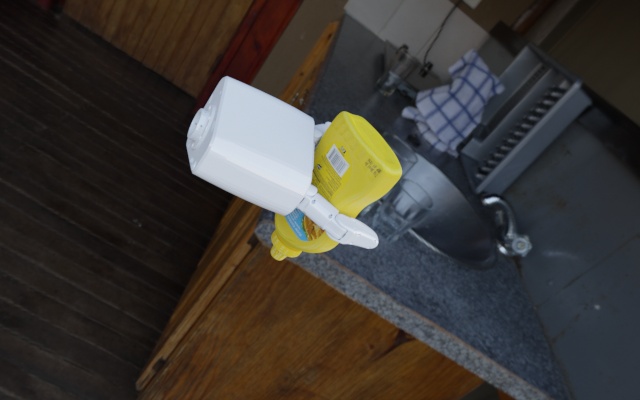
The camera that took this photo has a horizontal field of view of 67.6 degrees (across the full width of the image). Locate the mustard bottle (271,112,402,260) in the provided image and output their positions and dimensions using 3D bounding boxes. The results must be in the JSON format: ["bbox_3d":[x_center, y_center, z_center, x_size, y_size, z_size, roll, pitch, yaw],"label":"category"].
[{"bbox_3d":[0.000,0.002,0.534,0.058,0.096,0.192,5,-47,-47],"label":"mustard bottle"}]
